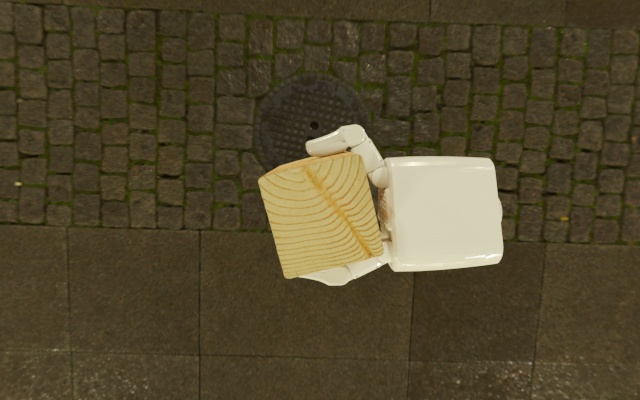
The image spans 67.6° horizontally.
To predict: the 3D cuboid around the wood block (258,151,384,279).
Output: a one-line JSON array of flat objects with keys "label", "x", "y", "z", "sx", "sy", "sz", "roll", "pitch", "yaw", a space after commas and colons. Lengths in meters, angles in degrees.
[{"label": "wood block", "x": 0.000, "y": 0.001, "z": 0.498, "sx": 0.090, "sy": 0.091, "sz": 0.206, "roll": -14, "pitch": 6, "yaw": 1}]
